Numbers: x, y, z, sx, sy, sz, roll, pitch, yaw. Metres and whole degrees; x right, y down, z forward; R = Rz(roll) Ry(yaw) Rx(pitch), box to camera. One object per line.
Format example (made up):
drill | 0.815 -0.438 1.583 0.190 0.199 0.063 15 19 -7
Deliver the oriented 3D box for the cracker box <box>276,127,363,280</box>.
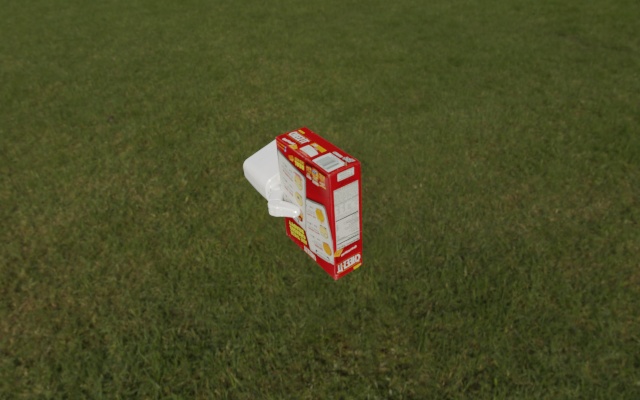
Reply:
cracker box | 0.000 0.003 0.824 0.072 0.214 0.164 -24 39 -26
